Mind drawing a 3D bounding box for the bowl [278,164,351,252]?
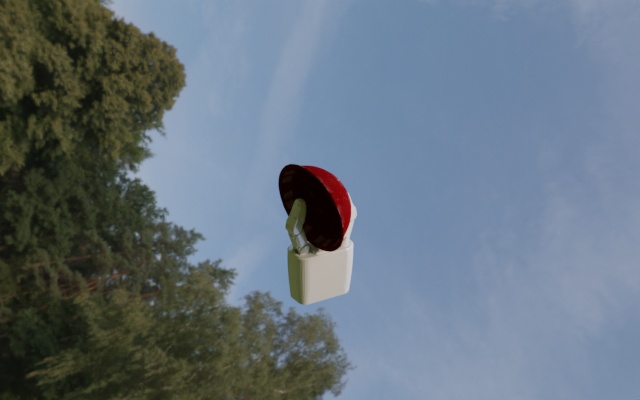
[{"bbox_3d":[0.001,0.001,0.796,0.055,0.162,0.162,-31,17,-30],"label":"bowl"}]
